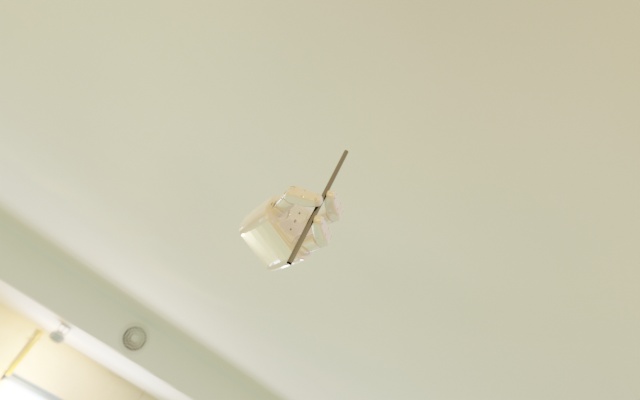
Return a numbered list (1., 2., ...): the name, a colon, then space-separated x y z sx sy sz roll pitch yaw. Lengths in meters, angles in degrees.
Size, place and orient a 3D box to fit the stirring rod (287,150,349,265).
1. stirring rod: 0.000 0.002 0.739 0.011 0.239 0.011 17 -38 14
